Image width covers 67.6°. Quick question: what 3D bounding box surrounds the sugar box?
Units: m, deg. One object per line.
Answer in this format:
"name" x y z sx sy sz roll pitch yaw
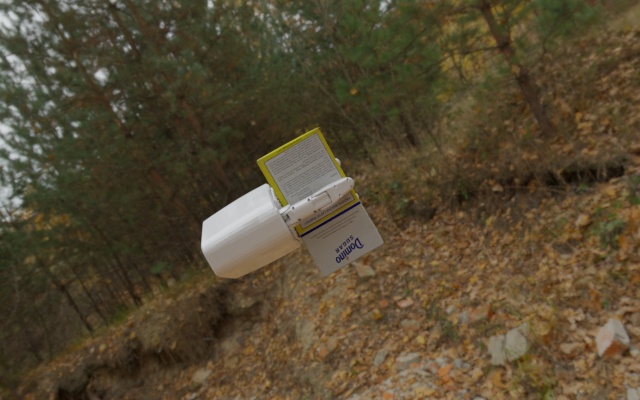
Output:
"sugar box" 0.000 0.002 0.632 0.093 0.176 0.048 -29 6 0
